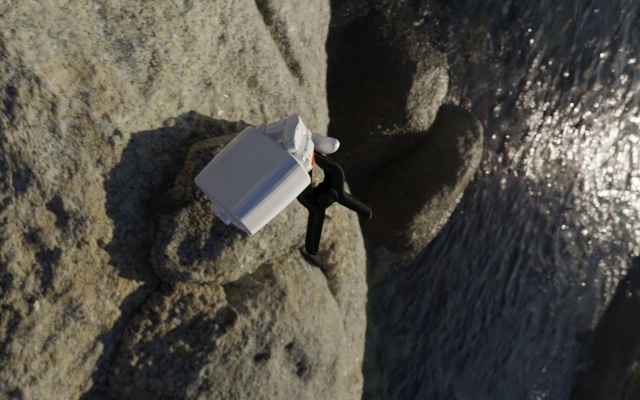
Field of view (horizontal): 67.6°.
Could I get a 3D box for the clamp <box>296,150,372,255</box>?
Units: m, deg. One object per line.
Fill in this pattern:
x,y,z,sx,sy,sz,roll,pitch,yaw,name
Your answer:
0.000,0.002,0.699,0.039,0.120,0.172,32,-19,52,clamp
